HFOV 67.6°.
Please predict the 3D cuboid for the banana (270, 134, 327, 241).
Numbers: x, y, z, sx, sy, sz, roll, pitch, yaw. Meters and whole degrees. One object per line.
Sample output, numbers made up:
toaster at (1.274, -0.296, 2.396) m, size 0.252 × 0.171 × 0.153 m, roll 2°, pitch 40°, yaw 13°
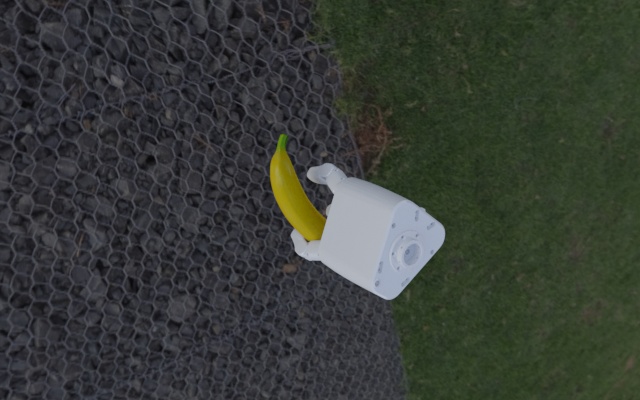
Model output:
banana at (-0.014, 0.011, 0.627) m, size 0.069 × 0.198 × 0.037 m, roll -45°, pitch 29°, yaw -25°
